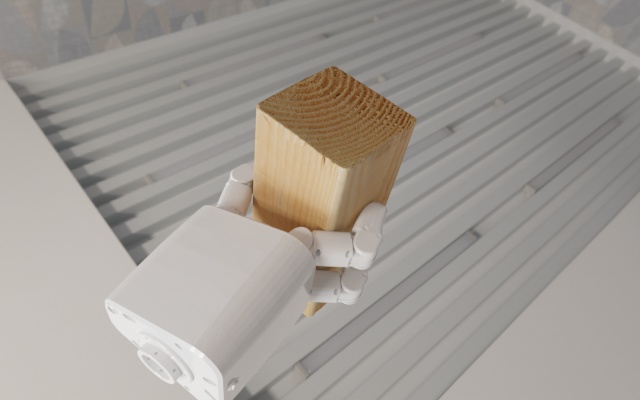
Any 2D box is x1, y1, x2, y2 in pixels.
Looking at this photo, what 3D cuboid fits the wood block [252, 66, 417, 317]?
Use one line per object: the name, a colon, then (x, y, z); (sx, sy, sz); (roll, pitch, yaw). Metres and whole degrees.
wood block: (0.000, 0.002, 0.429); (0.090, 0.206, 0.090); (38, 53, 22)
